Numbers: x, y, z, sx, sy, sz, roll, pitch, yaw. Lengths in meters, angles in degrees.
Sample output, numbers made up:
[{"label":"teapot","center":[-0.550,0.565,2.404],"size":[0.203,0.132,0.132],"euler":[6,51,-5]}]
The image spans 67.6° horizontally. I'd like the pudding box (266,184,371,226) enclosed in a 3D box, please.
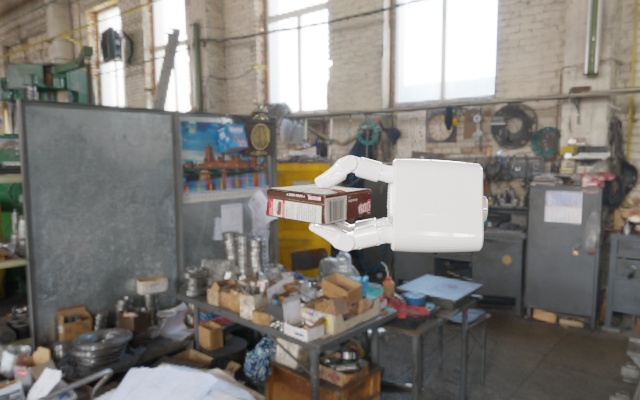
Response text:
[{"label":"pudding box","center":[0.000,0.002,0.608],"size":[0.090,0.039,0.113],"euler":[6,7,34]}]
